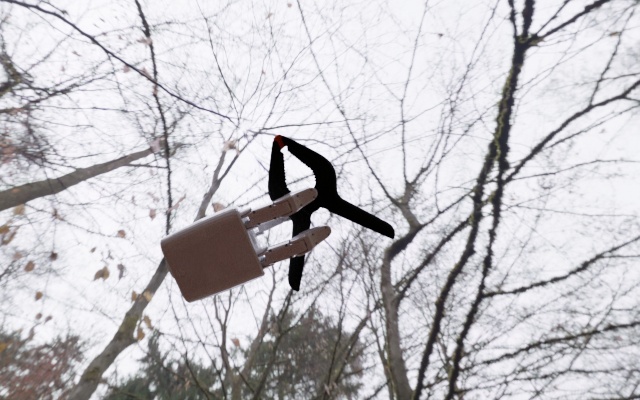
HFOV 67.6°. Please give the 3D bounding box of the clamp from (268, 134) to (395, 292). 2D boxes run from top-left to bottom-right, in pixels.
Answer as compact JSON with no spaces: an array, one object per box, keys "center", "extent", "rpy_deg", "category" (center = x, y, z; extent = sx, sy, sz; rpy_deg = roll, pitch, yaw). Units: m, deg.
[{"center":[0.000,0.002,0.649],"extent":[0.164,0.210,0.036],"rpy_deg":[-22,11,-5],"category":"clamp"}]
